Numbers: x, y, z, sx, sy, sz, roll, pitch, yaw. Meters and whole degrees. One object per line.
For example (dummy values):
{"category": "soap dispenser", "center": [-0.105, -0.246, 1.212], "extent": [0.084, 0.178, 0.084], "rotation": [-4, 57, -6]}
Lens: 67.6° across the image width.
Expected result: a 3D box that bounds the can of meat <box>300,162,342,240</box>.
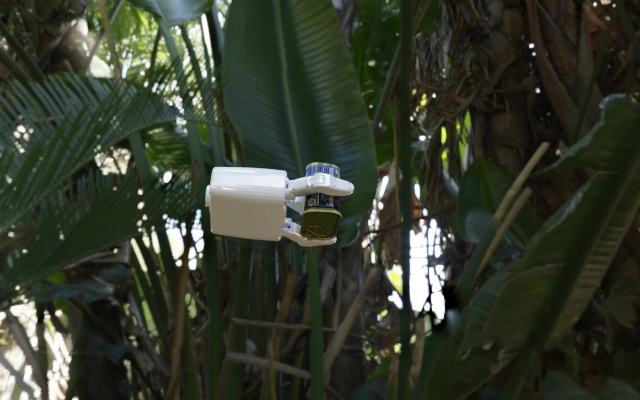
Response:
{"category": "can of meat", "center": [0.000, 0.002, 0.729], "extent": [0.057, 0.084, 0.102], "rotation": [3, -28, -4]}
